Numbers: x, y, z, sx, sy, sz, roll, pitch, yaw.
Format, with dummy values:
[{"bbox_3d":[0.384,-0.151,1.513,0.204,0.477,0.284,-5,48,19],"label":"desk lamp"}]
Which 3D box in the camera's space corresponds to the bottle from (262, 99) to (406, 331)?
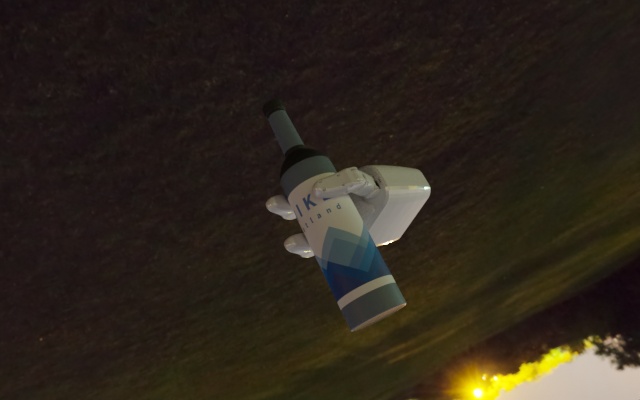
[{"bbox_3d":[0.000,0.002,0.559,0.069,0.295,0.069,-23,-21,-9],"label":"bottle"}]
